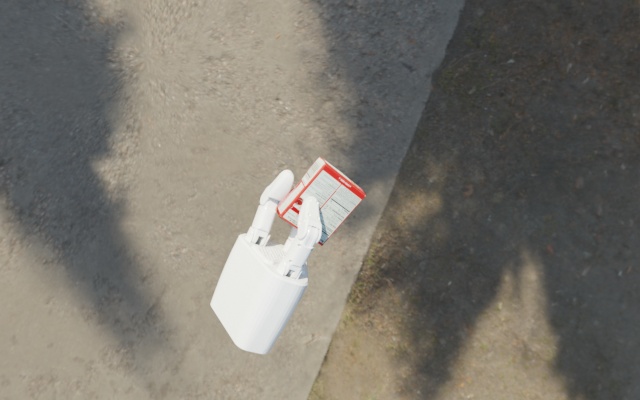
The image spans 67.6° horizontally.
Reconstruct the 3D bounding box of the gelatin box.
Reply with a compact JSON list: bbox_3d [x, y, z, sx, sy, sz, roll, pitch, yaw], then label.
[{"bbox_3d":[0.000,0.002,0.597,0.073,0.089,0.030,36,11,-27],"label":"gelatin box"}]
